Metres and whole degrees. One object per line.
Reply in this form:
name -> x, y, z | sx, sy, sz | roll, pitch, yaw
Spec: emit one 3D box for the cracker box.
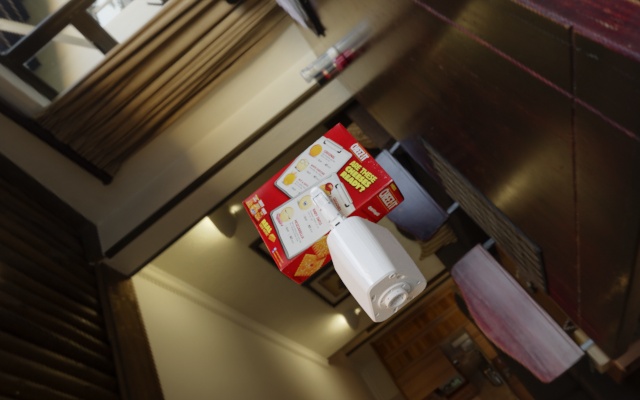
cracker box -> 0.000, 0.003, 0.768 | 0.164, 0.214, 0.072 | 54, 4, 39
